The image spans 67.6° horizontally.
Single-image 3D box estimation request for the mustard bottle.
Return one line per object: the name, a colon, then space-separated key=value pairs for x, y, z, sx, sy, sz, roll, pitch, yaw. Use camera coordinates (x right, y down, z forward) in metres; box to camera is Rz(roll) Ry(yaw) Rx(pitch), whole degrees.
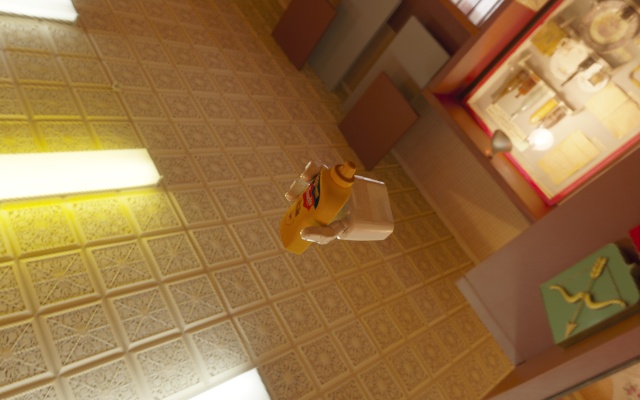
mustard bottle: x=0.000 y=0.003 z=0.808 sx=0.058 sy=0.096 sz=0.192 roll=26 pitch=-51 yaw=-20
